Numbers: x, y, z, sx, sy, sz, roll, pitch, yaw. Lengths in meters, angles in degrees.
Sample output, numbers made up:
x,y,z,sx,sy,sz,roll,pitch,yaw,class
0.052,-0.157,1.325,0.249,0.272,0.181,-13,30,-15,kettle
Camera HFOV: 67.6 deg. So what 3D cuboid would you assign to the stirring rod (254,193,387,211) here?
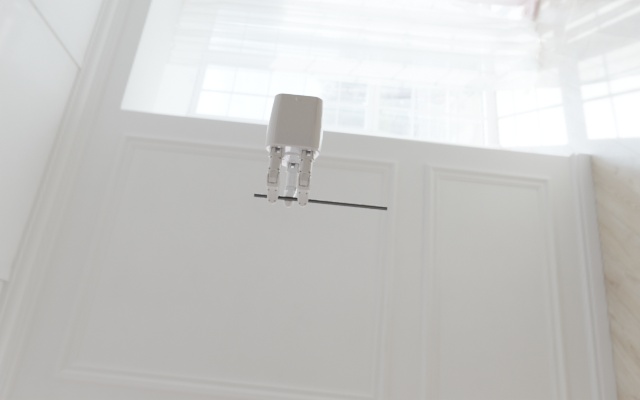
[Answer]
x,y,z,sx,sy,sz,roll,pitch,yaw,class
0.000,0.003,0.860,0.239,0.011,0.011,6,0,1,stirring rod
